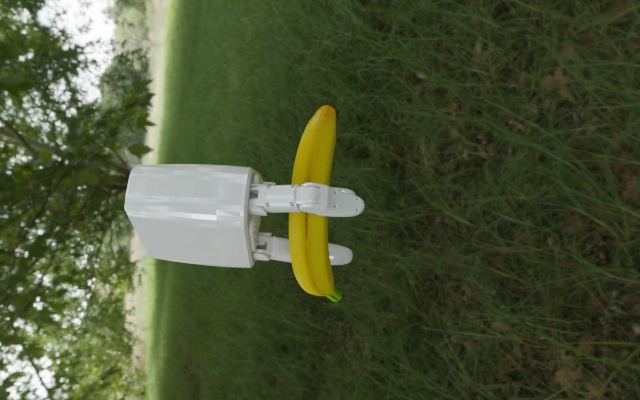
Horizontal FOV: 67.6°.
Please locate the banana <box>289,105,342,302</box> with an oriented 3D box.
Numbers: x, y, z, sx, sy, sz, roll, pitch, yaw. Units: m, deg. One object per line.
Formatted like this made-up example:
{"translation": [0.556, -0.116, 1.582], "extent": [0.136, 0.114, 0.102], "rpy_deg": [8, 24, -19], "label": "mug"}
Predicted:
{"translation": [-0.006, 0.006, 0.455], "extent": [0.037, 0.198, 0.069], "rpy_deg": [1, 5, 18], "label": "banana"}
